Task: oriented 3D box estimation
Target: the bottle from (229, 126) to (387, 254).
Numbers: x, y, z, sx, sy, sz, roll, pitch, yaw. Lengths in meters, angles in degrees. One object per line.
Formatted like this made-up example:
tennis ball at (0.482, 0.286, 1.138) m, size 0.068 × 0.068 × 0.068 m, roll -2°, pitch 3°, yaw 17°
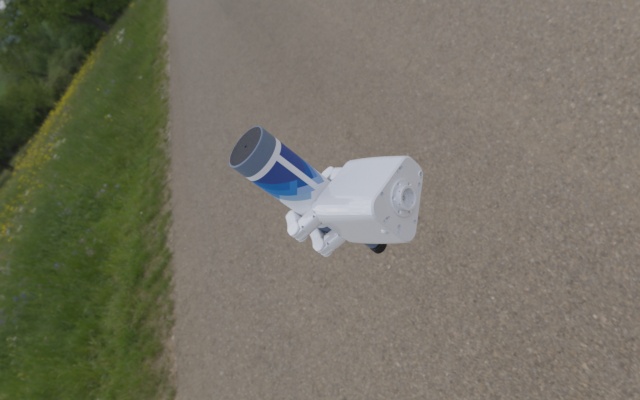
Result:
bottle at (0.000, 0.002, 0.708) m, size 0.296 × 0.069 × 0.069 m, roll 37°, pitch -22°, yaw -33°
